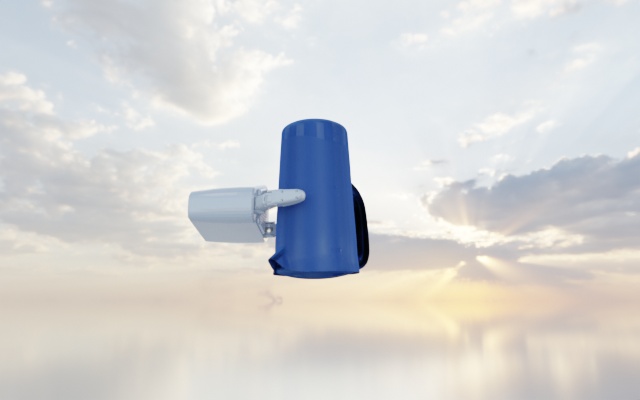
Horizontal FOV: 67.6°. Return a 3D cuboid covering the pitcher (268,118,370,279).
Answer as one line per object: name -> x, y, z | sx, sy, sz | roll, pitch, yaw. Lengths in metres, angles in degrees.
pitcher -> 0.000, 0.002, 0.758 | 0.145, 0.242, 0.149 | -2, -12, 8
